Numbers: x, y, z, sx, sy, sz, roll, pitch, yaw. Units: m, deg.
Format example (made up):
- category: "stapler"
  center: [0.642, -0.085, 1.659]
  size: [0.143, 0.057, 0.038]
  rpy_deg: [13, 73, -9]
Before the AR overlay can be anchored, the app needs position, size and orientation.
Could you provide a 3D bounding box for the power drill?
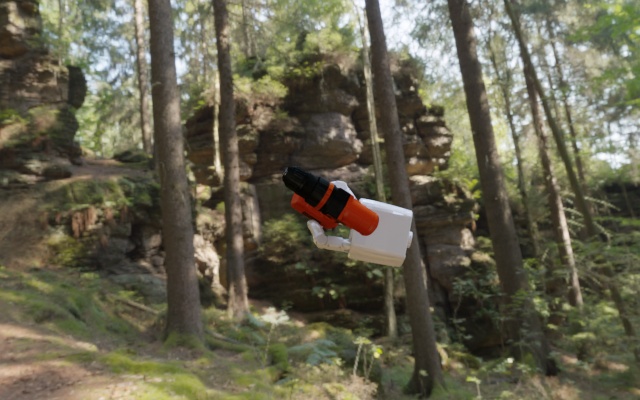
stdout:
- category: "power drill"
  center: [0.000, 0.003, 0.868]
  size: [0.184, 0.057, 0.187]
  rpy_deg: [33, -8, -10]
